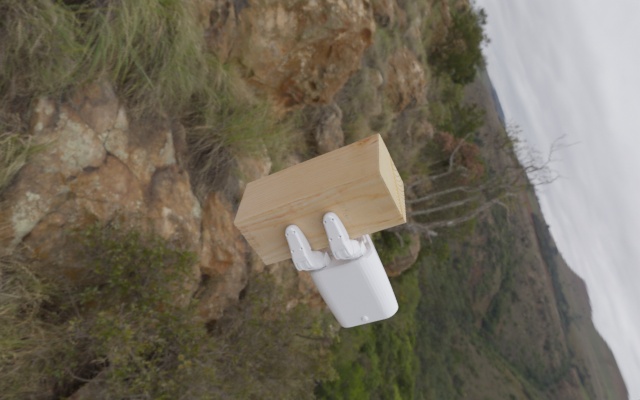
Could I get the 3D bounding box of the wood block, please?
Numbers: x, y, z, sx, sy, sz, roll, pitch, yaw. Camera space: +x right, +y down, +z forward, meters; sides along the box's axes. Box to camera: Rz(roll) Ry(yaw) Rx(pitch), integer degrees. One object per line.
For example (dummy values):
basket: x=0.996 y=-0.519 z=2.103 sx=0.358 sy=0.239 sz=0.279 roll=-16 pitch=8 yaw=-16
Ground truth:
wood block: x=0.000 y=0.002 z=0.643 sx=0.206 sy=0.090 sz=0.090 roll=-19 pitch=33 yaw=20
